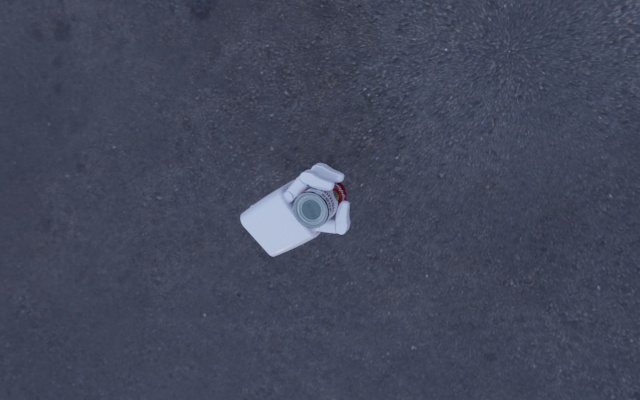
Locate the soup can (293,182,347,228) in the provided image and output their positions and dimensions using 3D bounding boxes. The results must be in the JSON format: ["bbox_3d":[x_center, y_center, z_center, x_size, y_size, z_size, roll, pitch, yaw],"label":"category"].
[{"bbox_3d":[0.000,0.003,0.854,0.068,0.068,0.102,0,16,22],"label":"soup can"}]
